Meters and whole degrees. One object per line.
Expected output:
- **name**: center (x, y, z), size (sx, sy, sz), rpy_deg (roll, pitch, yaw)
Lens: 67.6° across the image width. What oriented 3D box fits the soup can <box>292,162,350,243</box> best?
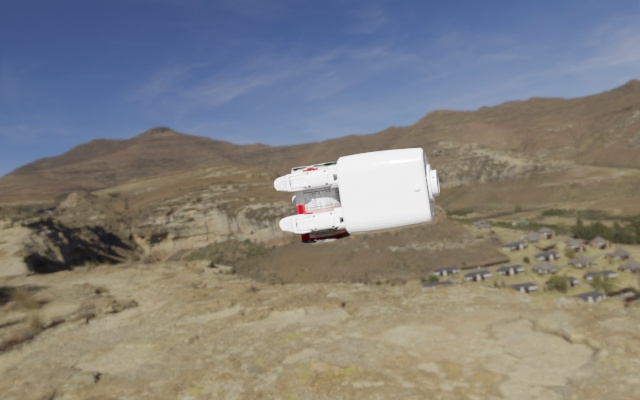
- **soup can**: center (0.000, 0.002, 0.653), size (0.068, 0.102, 0.068), rpy_deg (-9, 3, 0)
